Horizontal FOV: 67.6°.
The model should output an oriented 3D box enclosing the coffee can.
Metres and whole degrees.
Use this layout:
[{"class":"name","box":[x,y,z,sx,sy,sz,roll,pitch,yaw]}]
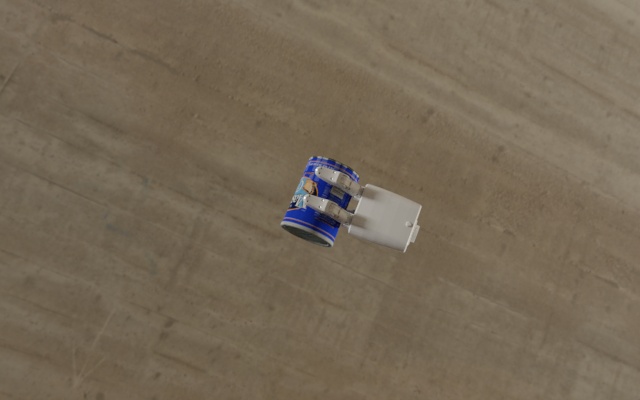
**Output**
[{"class":"coffee can","box":[0.000,0.003,0.887,0.103,0.140,0.103,21,-14,5]}]
